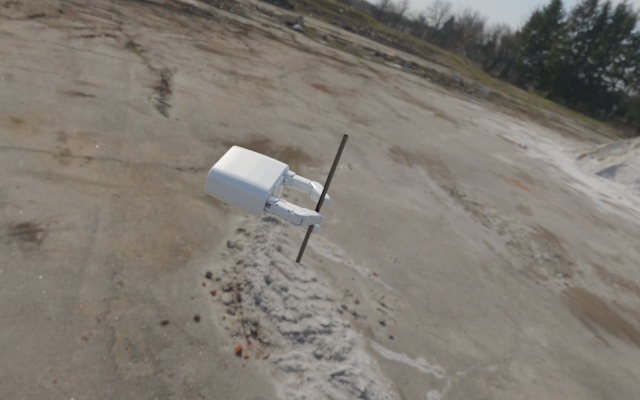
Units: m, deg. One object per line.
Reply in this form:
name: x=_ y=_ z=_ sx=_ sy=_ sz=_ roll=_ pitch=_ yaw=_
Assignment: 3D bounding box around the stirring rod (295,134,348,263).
stirring rod: x=0.000 y=0.003 z=0.791 sx=0.011 sy=0.240 sz=0.011 roll=18 pitch=21 yaw=-7
